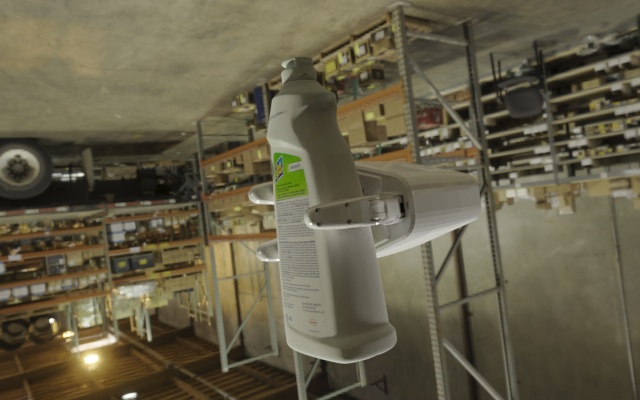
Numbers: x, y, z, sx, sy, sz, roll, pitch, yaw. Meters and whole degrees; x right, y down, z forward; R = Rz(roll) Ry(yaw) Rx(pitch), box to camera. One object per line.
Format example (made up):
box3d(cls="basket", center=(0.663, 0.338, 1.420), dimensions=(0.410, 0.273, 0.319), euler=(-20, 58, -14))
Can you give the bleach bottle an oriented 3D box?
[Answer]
box3d(cls="bleach bottle", center=(0.000, 0.001, 0.412), dimensions=(0.068, 0.251, 0.102), euler=(-6, -1, -37))
